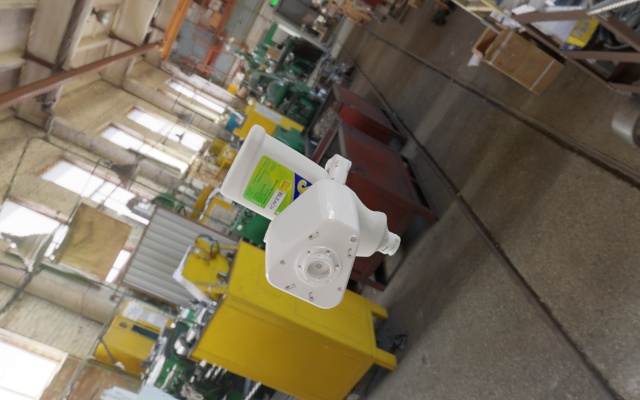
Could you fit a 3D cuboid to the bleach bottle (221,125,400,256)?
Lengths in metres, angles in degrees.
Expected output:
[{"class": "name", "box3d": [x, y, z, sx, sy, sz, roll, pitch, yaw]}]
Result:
[{"class": "bleach bottle", "box3d": [0.000, 0.002, 0.643, 0.251, 0.102, 0.068, 27, 19, -13]}]
